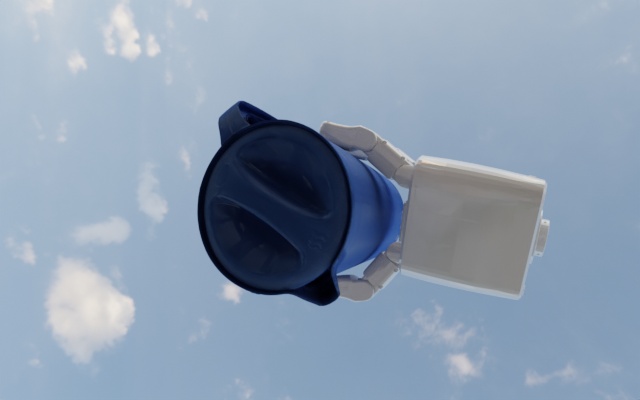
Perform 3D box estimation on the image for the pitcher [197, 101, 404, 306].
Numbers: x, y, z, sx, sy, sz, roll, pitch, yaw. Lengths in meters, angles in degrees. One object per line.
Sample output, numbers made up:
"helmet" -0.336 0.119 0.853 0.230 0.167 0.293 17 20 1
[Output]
"pitcher" 0.000 0.002 0.466 0.145 0.149 0.243 12 2 22
